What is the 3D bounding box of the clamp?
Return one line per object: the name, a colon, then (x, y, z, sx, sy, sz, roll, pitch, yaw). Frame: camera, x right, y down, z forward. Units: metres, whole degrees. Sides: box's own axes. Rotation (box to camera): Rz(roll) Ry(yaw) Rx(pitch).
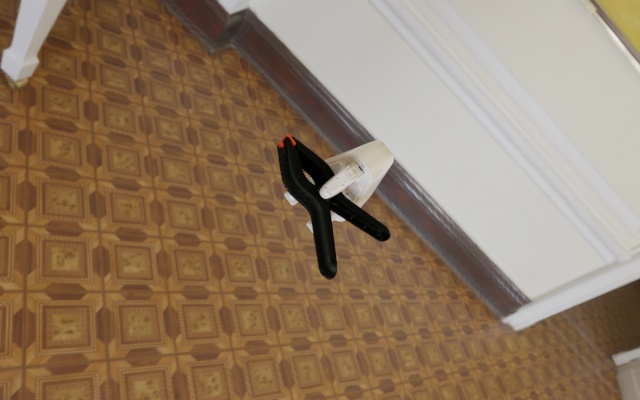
clamp: (0.000, 0.001, 0.661, 0.036, 0.210, 0.164, -39, -2, 36)
